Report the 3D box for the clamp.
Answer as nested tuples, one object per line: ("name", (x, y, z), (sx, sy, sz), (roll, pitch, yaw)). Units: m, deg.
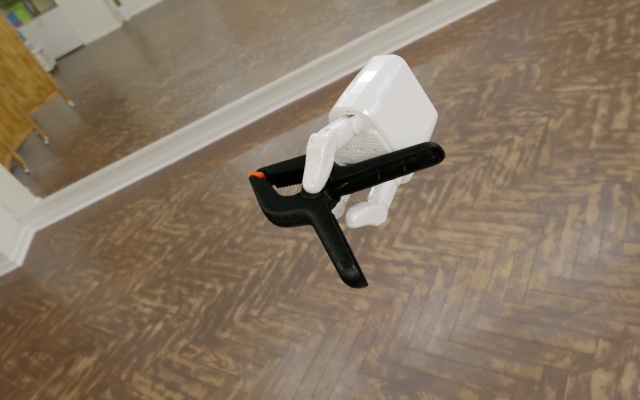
("clamp", (-0.001, 0.001, 0.475), (0.210, 0.164, 0.036), (6, -39, 36))
